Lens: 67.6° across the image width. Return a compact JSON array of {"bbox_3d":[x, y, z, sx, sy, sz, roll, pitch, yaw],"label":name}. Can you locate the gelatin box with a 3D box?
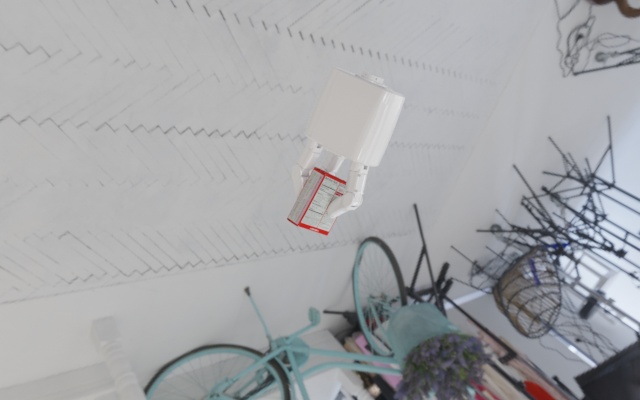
[{"bbox_3d":[0.000,0.003,0.711,0.030,0.089,0.073,31,6,39],"label":"gelatin box"}]
